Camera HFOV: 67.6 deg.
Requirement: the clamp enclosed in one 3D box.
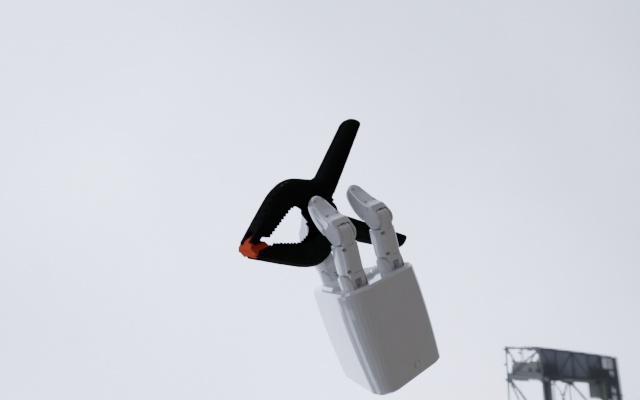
[{"bbox_3d":[-0.001,0.002,0.520,0.210,0.164,0.036,-19,1,-38],"label":"clamp"}]
